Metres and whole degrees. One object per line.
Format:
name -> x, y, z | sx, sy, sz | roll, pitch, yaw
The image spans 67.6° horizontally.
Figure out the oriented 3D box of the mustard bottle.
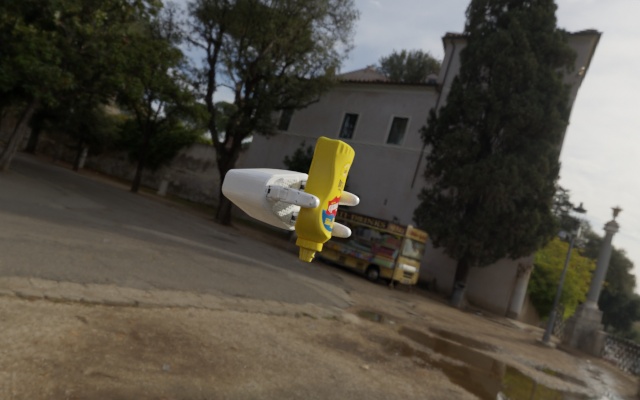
mustard bottle -> 0.000, 0.002, 0.754 | 0.058, 0.191, 0.096 | 15, -4, 15
